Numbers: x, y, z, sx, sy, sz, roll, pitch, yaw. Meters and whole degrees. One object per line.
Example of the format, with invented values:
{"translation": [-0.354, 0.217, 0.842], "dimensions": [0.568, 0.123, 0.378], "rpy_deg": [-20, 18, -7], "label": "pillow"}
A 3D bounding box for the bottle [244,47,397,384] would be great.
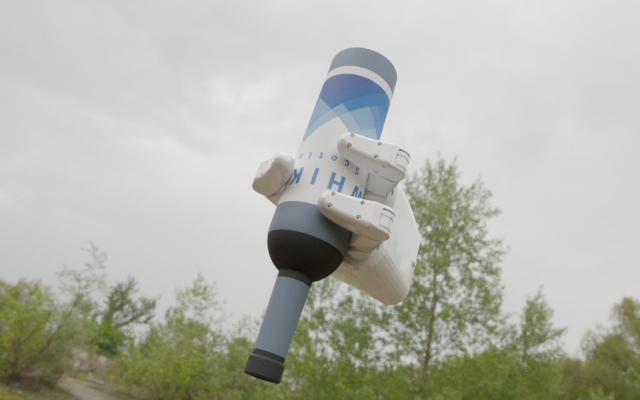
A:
{"translation": [0.000, 0.001, 0.404], "dimensions": [0.069, 0.295, 0.069], "rpy_deg": [15, -25, 7], "label": "bottle"}
